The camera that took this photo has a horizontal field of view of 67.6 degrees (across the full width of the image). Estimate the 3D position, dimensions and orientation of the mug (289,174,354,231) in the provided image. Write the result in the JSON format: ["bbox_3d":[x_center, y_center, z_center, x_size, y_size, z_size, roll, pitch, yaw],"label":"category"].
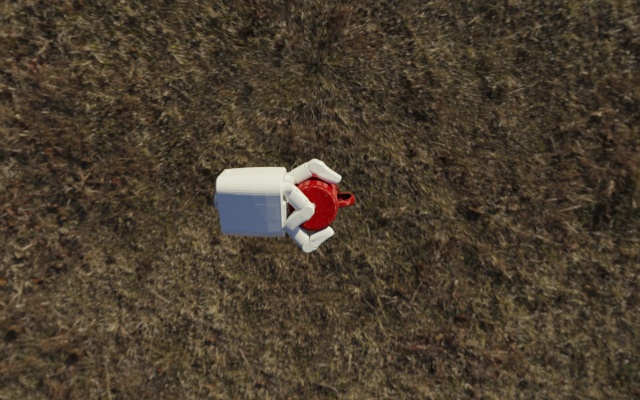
[{"bbox_3d":[0.002,0.003,0.824,0.117,0.093,0.081,-1,16,1],"label":"mug"}]
